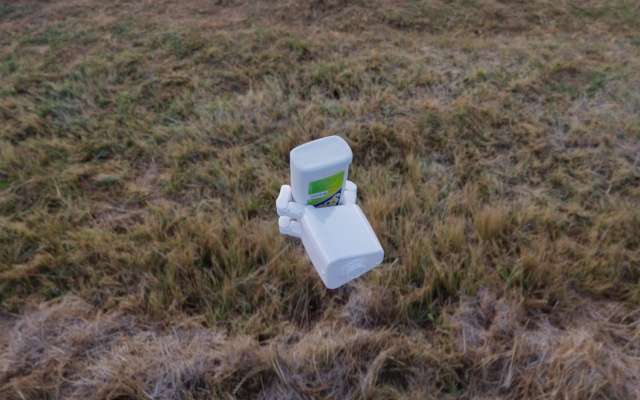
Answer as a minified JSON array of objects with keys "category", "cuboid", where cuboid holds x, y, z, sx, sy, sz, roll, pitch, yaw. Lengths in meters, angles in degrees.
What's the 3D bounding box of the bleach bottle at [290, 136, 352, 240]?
[{"category":"bleach bottle","cuboid":[0.000,0.003,0.867,0.102,0.068,0.251,-18,-37,-14]}]
